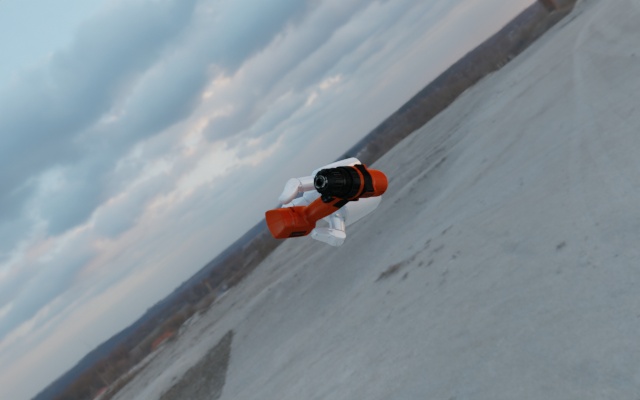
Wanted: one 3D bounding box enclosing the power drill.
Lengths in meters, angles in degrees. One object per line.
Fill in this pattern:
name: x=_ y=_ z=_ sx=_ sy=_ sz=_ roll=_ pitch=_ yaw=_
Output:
power drill: x=0.000 y=0.003 z=0.779 sx=0.188 sy=0.057 sz=0.184 roll=-29 pitch=-17 yaw=31
